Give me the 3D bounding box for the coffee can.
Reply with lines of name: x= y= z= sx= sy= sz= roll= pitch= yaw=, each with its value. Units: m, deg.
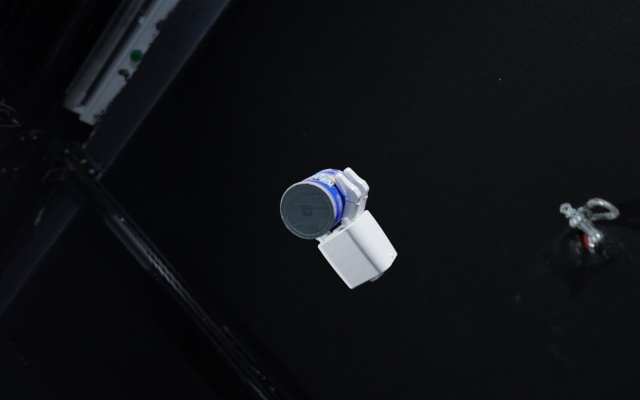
coffee can: x=0.000 y=0.003 z=0.895 sx=0.103 sy=0.103 sz=0.140 roll=0 pitch=13 yaw=21
